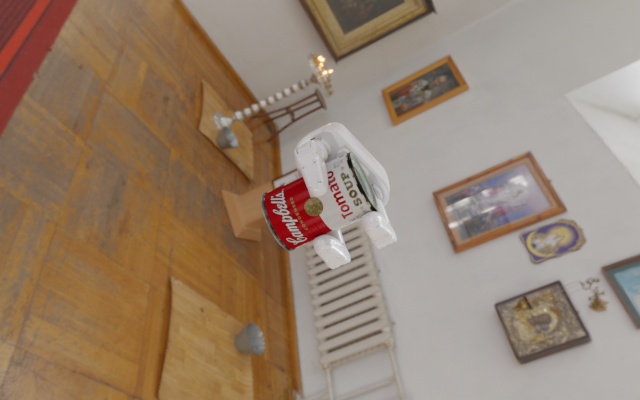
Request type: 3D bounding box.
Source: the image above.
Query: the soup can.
[{"bbox_3d":[0.000,0.001,0.491,0.102,0.068,0.068,-25,-6,14],"label":"soup can"}]
